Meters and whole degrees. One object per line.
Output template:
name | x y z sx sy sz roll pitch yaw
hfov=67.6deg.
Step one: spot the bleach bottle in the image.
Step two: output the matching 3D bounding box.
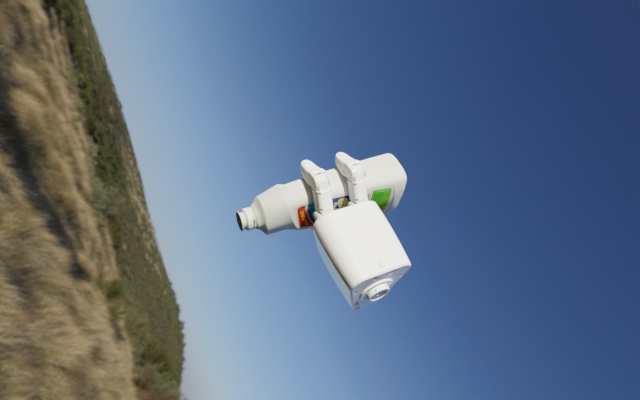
bleach bottle | 0.000 0.002 0.700 0.251 0.068 0.103 -16 -32 -22
